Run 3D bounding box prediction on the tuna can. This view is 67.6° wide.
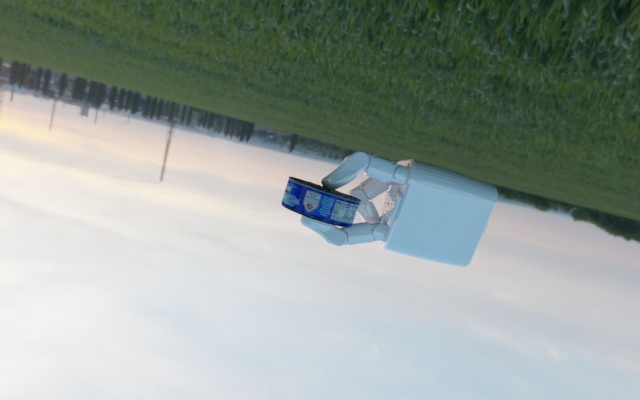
[{"bbox_3d":[0.000,0.002,0.538,0.086,0.034,0.086,18,4,-1],"label":"tuna can"}]
